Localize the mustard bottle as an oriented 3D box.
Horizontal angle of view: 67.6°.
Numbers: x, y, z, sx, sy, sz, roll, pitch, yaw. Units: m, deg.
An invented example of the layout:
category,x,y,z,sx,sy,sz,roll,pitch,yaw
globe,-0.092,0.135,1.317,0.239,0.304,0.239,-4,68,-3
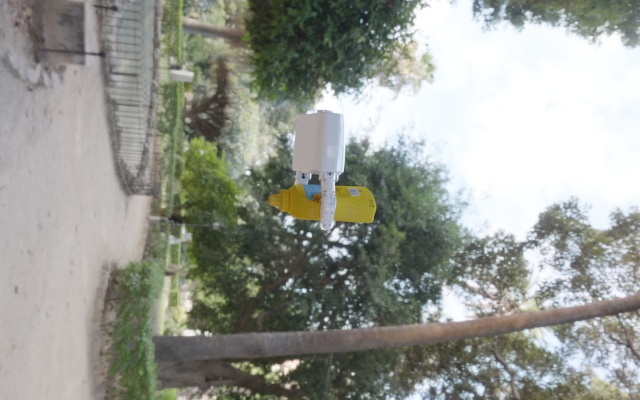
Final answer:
category,x,y,z,sx,sy,sz,roll,pitch,yaw
mustard bottle,0.000,0.003,0.890,0.191,0.058,0.096,3,27,-15
